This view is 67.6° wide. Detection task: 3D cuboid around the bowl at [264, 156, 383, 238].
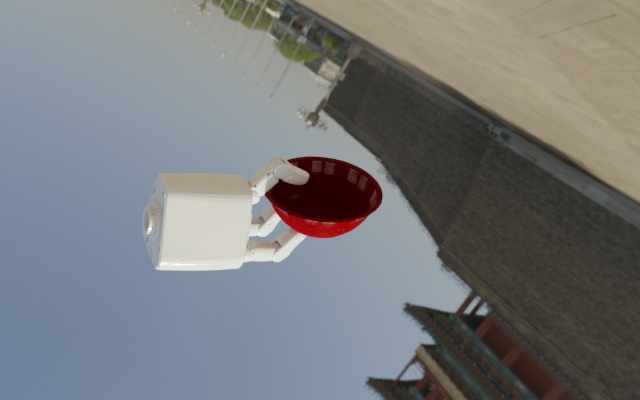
[{"bbox_3d":[0.001,0.002,0.649,0.162,0.055,0.162,5,34,-3],"label":"bowl"}]
